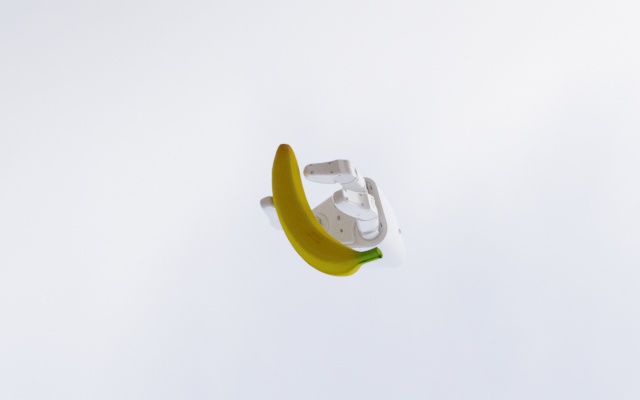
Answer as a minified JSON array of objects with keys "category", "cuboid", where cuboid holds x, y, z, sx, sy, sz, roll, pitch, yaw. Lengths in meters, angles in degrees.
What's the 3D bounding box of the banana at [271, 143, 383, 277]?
[{"category":"banana","cuboid":[-0.012,0.017,0.507,0.197,0.069,0.037,50,6,37]}]
